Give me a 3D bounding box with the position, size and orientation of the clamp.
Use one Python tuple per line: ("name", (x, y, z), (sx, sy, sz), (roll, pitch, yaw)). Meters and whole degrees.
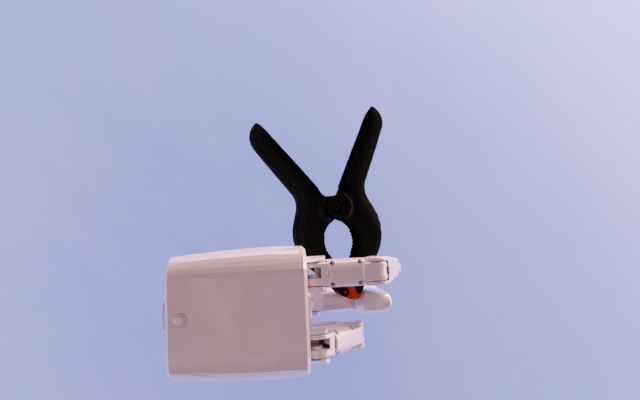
("clamp", (0.000, 0.002, 0.421), (0.120, 0.171, 0.039), (-2, -7, -5))
